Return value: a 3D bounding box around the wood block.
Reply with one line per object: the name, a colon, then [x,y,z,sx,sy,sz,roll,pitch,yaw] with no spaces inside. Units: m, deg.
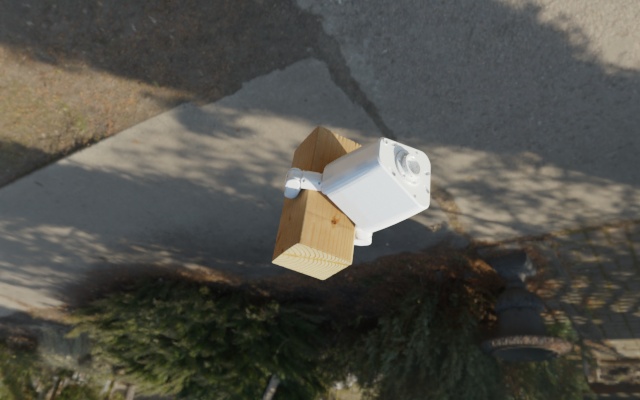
wood block: [0.000,0.002,0.737,0.091,0.206,0.090,22,-34,-21]
